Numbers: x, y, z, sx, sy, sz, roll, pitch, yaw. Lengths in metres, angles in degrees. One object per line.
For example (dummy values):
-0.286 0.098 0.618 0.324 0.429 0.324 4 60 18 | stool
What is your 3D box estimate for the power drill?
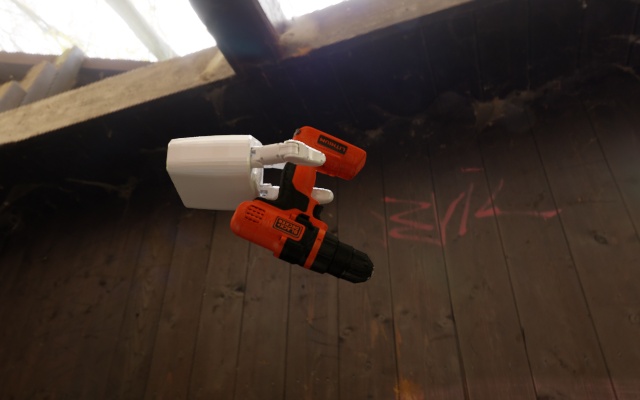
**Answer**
0.000 0.002 0.622 0.184 0.187 0.057 24 -36 -3 | power drill
